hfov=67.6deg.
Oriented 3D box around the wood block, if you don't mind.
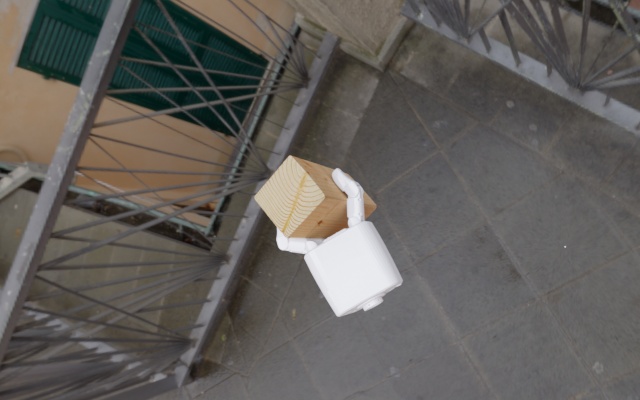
[{"bbox_3d":[0.001,0.003,0.788,0.091,0.090,0.206,-47,-23,16],"label":"wood block"}]
